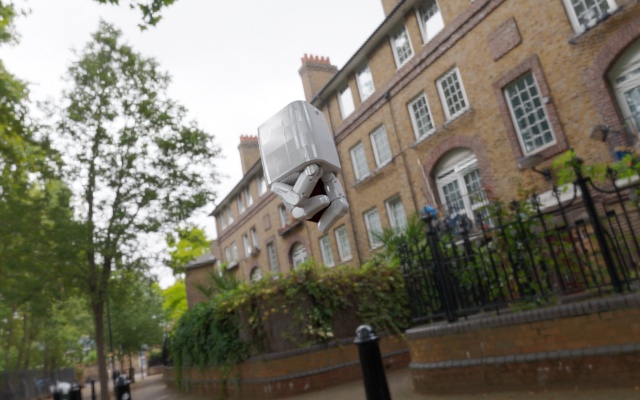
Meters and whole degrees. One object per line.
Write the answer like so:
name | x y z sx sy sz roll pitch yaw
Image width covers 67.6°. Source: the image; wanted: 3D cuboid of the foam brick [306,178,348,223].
foam brick | 0.000 0.003 0.773 0.053 0.051 0.078 -25 -19 21
